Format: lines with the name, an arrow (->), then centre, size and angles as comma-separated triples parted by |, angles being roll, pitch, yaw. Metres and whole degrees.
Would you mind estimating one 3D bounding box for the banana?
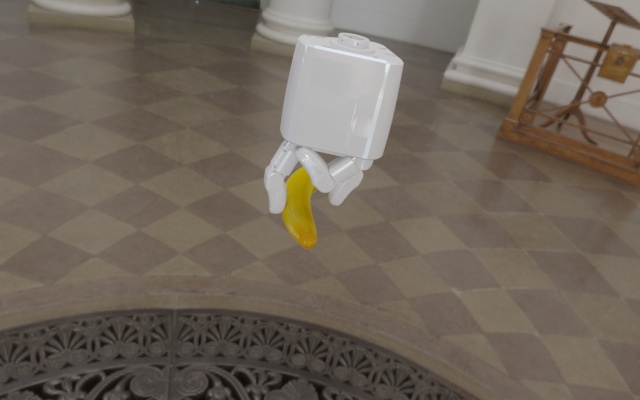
banana -> -0.017, -0.005, 0.617 | 0.069, 0.037, 0.197 | 16, 29, 7
